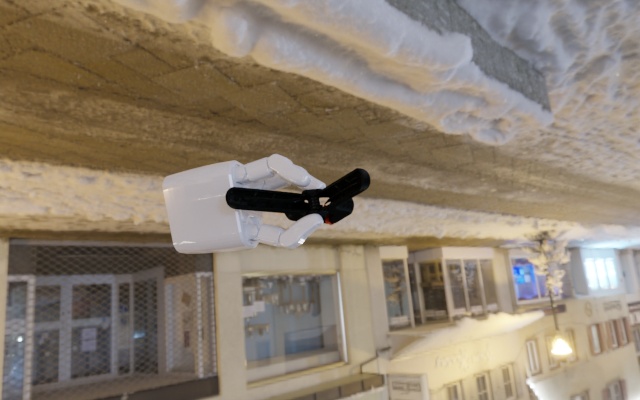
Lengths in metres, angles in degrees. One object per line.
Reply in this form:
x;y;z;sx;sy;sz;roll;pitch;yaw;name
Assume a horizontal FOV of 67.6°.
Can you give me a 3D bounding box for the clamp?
0.000;0.003;0.608;0.164;0.036;0.210;-9;-13;18;clamp
